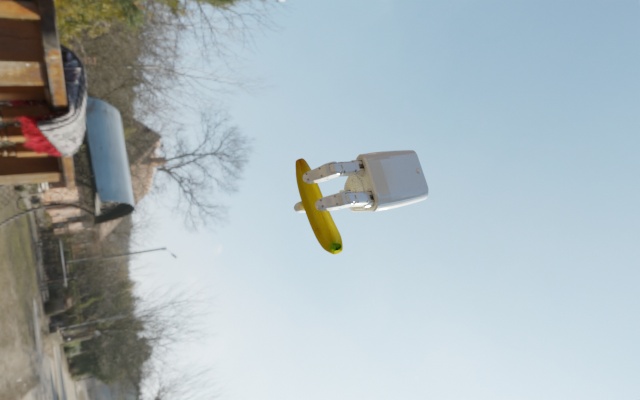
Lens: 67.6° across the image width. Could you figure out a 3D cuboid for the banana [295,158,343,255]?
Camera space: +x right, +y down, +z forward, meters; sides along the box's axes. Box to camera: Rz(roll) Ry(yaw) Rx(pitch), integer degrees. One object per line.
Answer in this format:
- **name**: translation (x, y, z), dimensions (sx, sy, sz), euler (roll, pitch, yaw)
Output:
- **banana**: translation (-0.001, 0.017, 0.777), dimensions (0.037, 0.197, 0.070), euler (-12, -39, -18)
